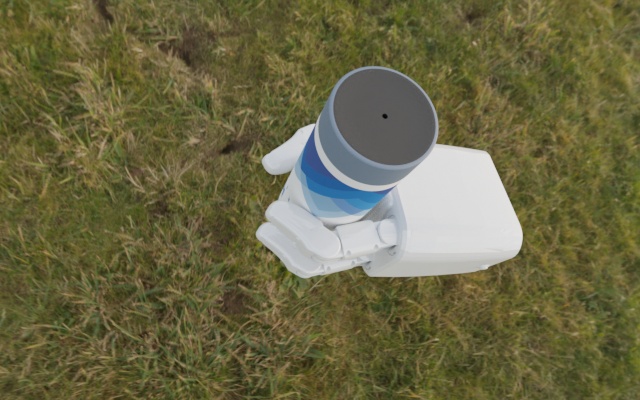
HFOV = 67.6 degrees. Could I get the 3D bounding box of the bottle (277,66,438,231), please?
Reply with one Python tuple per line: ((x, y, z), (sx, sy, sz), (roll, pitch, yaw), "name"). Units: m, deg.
((0.000, 0.001, 0.403), (0.069, 0.069, 0.296), (0, -20, -15), "bottle")
